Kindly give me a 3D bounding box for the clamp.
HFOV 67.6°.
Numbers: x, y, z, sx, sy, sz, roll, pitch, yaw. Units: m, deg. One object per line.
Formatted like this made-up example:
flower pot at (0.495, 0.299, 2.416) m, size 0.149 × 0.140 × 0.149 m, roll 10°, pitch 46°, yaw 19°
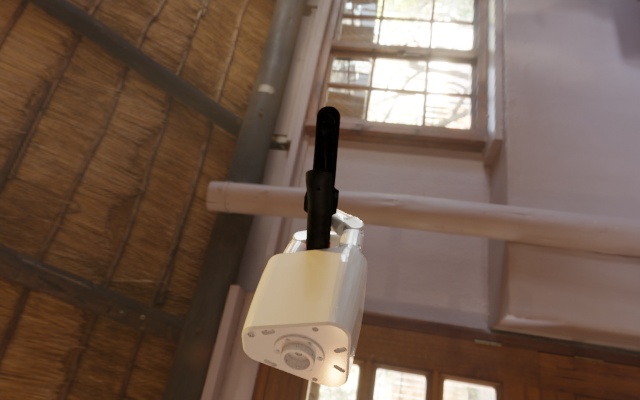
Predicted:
clamp at (-0.001, 0.002, 0.498) m, size 0.039 × 0.172 × 0.120 m, roll 7°, pitch 33°, yaw 9°
